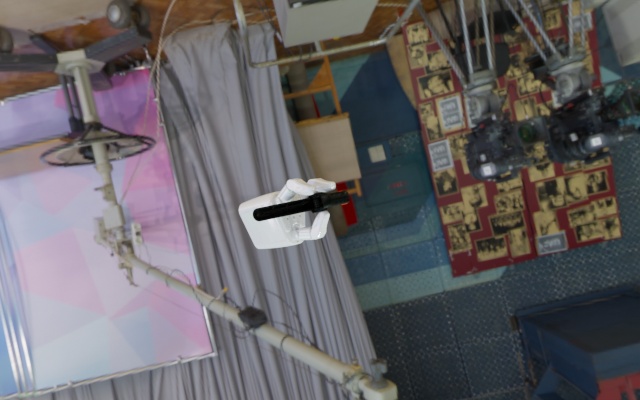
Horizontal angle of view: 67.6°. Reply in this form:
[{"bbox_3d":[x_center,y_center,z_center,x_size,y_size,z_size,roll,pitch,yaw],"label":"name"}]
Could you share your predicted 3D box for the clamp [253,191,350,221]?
[{"bbox_3d":[0.000,0.004,0.894,0.164,0.036,0.210,-11,0,40],"label":"clamp"}]
